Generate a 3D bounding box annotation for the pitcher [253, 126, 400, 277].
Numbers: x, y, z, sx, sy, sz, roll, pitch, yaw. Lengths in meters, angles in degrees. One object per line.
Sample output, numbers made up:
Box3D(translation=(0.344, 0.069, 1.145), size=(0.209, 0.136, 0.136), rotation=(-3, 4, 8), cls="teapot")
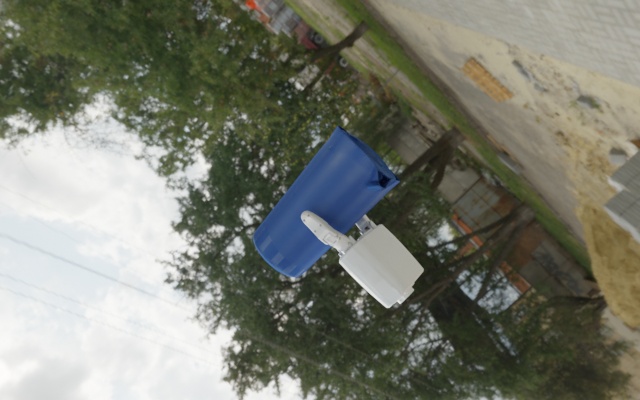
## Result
Box3D(translation=(0.000, 0.003, 0.792), size=(0.145, 0.243, 0.149), rotation=(45, 12, 10), cls="pitcher")
